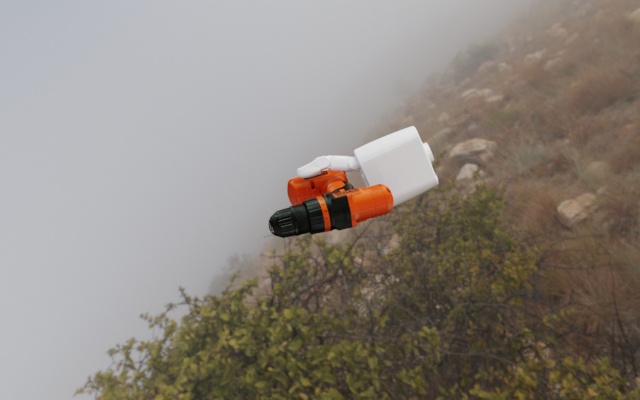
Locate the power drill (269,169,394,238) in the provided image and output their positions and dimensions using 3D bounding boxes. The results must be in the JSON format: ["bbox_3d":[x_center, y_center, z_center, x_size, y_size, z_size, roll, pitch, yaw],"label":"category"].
[{"bbox_3d":[0.000,0.002,0.748,0.184,0.057,0.187,-12,17,-11],"label":"power drill"}]
